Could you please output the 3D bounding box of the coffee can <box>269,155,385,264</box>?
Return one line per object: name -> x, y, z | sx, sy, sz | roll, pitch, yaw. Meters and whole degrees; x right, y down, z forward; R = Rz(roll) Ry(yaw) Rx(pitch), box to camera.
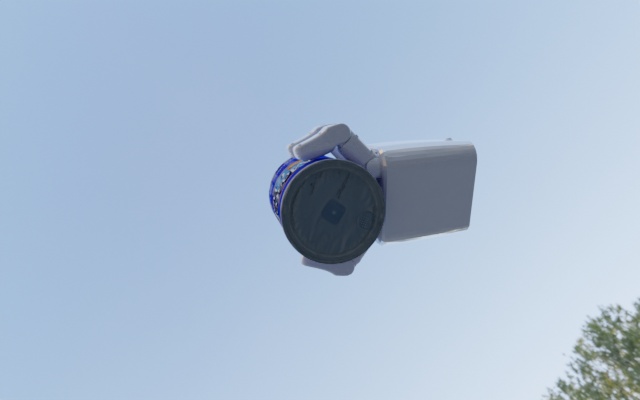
coffee can -> 0.000, 0.002, 0.523 | 0.103, 0.103, 0.140 | 0, 8, -11
